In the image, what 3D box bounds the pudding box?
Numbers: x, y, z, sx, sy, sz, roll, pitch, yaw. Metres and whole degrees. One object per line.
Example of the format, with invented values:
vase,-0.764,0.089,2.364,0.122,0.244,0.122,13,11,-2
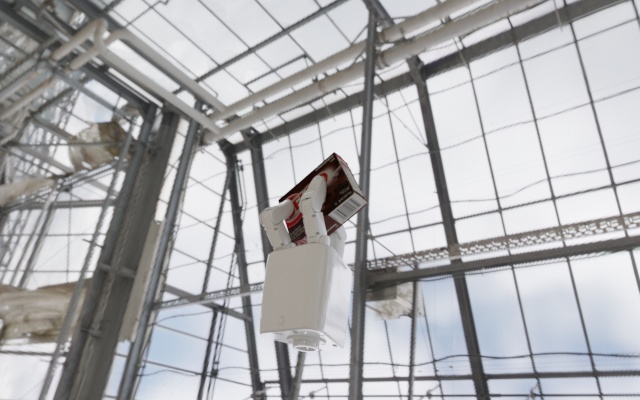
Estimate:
pudding box,0.000,0.002,0.651,0.113,0.090,0.039,-38,-46,15
